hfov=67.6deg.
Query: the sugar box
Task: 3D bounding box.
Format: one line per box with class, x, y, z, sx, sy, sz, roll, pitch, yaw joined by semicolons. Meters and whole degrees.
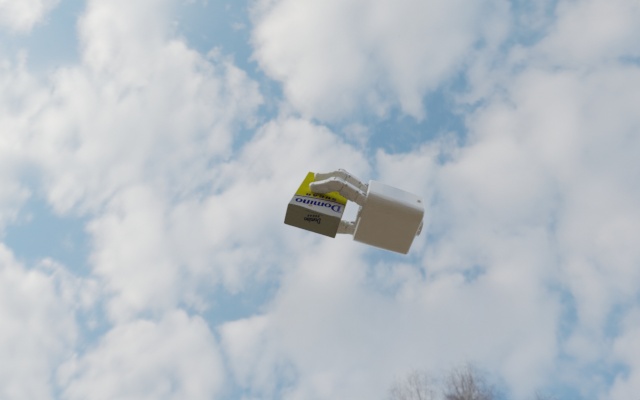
sugar box;0.000;0.002;0.867;0.093;0.048;0.176;16;21;3
